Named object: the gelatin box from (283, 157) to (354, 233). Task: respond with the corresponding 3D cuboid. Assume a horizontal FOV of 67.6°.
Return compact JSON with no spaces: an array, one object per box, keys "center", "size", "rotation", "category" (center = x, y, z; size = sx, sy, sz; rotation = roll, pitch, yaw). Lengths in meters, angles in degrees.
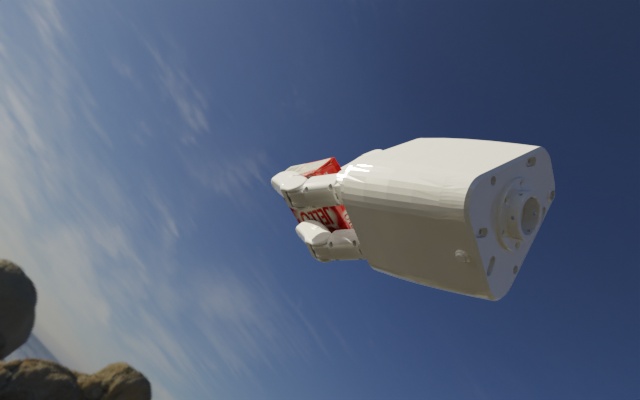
[{"center":[0.000,0.001,0.449],"size":[0.030,0.073,0.089],"rotation":[-38,16,-25],"category":"gelatin box"}]
